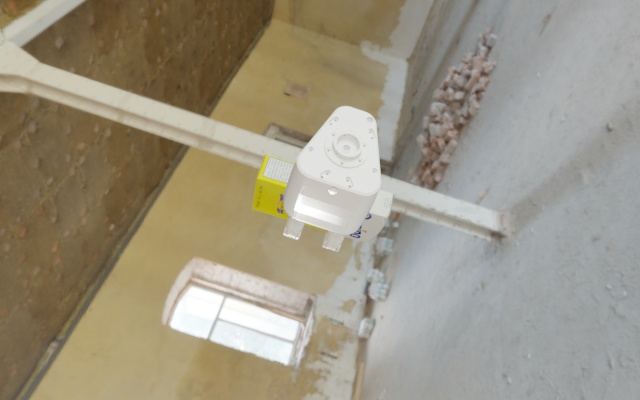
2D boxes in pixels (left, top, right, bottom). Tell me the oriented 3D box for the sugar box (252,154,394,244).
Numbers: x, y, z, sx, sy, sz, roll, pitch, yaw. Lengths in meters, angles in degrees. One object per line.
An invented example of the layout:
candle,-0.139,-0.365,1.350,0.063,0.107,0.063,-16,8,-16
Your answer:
sugar box,0.000,0.002,0.644,0.176,0.048,0.093,19,-28,-2
